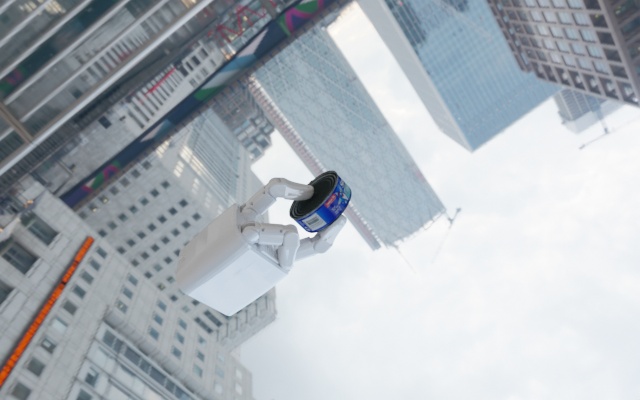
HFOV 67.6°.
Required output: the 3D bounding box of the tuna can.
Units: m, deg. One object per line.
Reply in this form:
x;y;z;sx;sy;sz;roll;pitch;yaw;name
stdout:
0.001;0.002;0.641;0.034;0.086;0.086;45;-21;-22;tuna can
